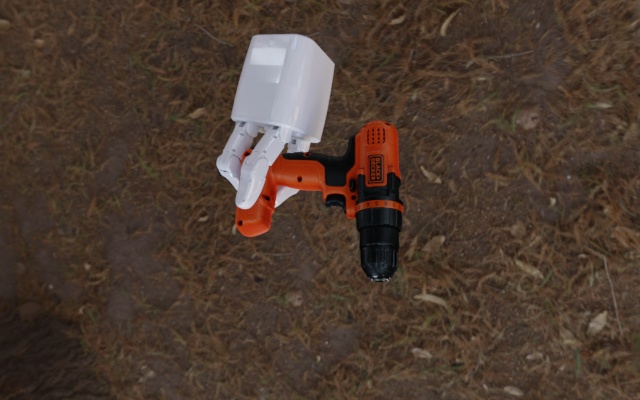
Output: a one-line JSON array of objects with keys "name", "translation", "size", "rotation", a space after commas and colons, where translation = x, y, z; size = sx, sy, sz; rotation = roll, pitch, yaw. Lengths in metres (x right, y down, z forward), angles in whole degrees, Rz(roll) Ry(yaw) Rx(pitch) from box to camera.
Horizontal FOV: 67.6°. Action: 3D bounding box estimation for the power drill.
[{"name": "power drill", "translation": [0.000, 0.002, 0.548], "size": [0.187, 0.184, 0.057], "rotation": [-2, -21, 12]}]
